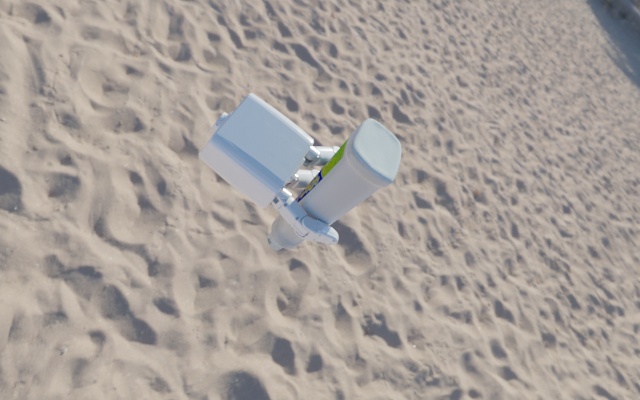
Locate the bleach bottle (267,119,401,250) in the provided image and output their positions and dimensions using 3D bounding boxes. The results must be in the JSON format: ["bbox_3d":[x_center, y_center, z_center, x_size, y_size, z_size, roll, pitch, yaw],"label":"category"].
[{"bbox_3d":[0.000,0.002,0.645,0.251,0.068,0.102,-43,14,39],"label":"bleach bottle"}]
